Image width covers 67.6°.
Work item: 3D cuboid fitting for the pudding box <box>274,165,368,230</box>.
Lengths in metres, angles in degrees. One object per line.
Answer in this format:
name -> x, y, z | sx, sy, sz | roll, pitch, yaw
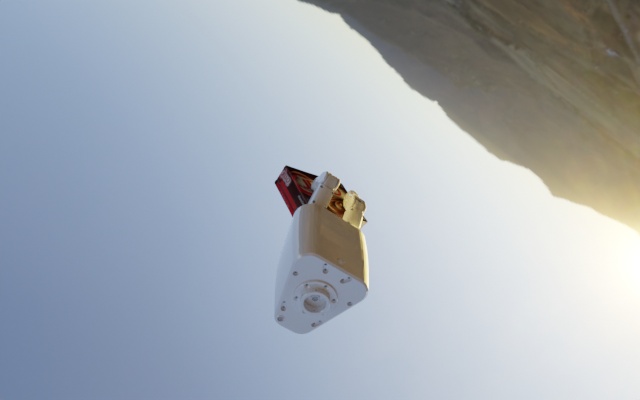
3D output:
pudding box -> 0.000, 0.002, 0.672 | 0.113, 0.039, 0.090 | 18, 30, -40
